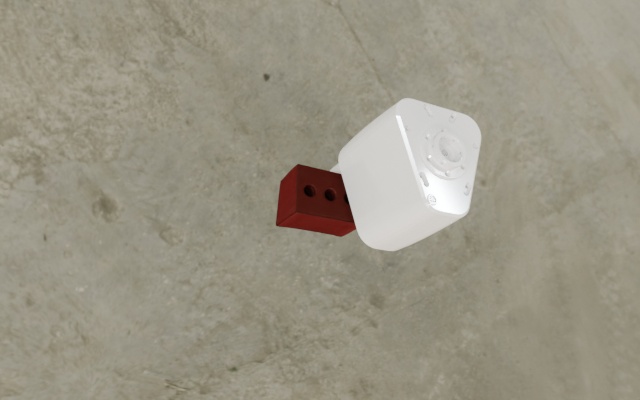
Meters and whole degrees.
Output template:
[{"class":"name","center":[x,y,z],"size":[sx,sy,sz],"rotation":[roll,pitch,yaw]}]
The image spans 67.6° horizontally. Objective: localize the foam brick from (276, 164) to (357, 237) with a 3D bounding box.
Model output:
[{"class":"foam brick","center":[0.000,0.002,0.493],"size":[0.078,0.053,0.051],"rotation":[10,-22,-22]}]
